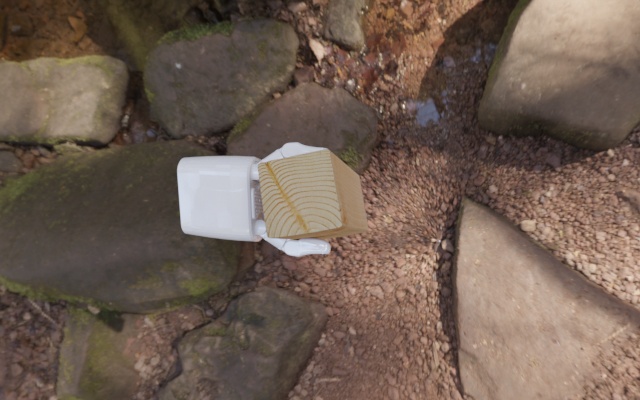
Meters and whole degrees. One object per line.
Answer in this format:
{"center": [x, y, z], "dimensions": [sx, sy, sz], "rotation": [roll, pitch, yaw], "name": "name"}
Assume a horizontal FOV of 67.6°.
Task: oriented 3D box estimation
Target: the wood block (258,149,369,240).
{"center": [0.000, 0.002, 0.633], "dimensions": [0.090, 0.091, 0.206], "rotation": [-10, -7, 13], "name": "wood block"}
